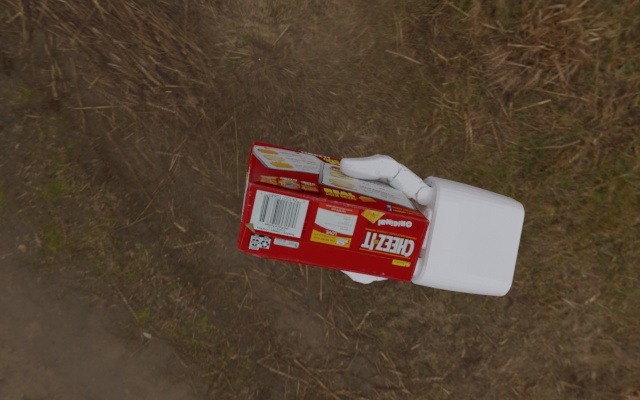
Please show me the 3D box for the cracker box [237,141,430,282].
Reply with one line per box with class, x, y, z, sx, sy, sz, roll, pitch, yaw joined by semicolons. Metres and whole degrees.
cracker box;0.000;0.002;0.512;0.164;0.072;0.213;11;15;-10
